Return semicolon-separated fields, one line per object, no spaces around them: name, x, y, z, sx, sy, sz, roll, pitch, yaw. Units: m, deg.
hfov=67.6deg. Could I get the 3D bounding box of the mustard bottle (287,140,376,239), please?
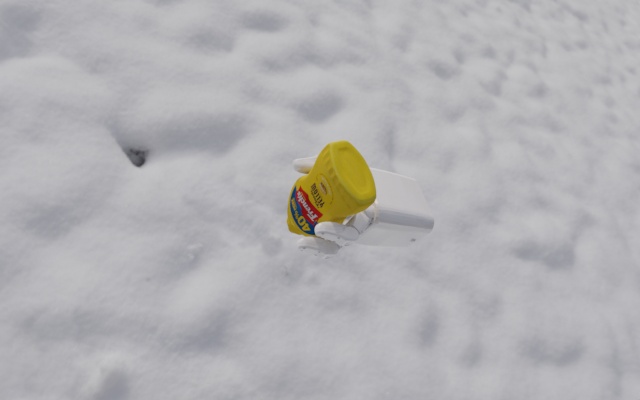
mustard bottle;0.000;0.002;0.682;0.058;0.096;0.192;-17;-17;-35
